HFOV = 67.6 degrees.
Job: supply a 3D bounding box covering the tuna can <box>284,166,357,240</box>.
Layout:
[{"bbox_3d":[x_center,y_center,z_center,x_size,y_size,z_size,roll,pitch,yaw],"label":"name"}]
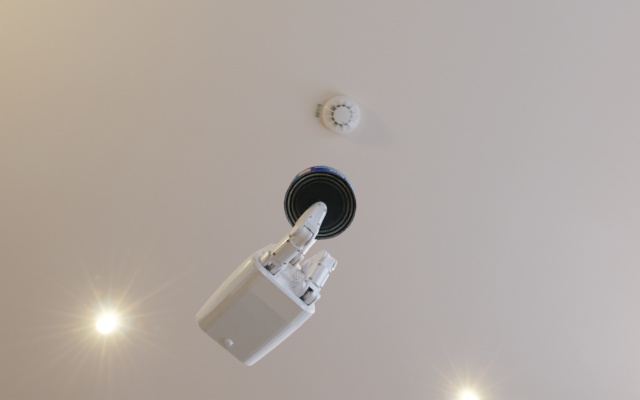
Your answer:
[{"bbox_3d":[0.000,0.002,0.576,0.086,0.086,0.033,0,16,2],"label":"tuna can"}]
